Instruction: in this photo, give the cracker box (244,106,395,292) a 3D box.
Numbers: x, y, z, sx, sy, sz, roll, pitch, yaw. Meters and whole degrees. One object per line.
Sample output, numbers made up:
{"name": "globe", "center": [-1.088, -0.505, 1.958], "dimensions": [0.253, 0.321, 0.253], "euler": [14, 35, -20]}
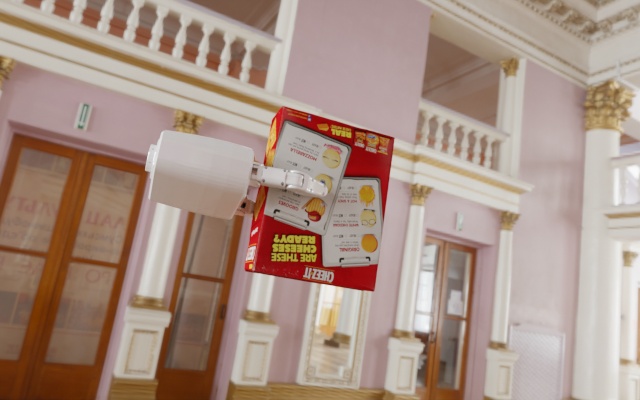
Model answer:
{"name": "cracker box", "center": [0.000, 0.002, 0.636], "dimensions": [0.164, 0.213, 0.072], "euler": [13, -12, -17]}
